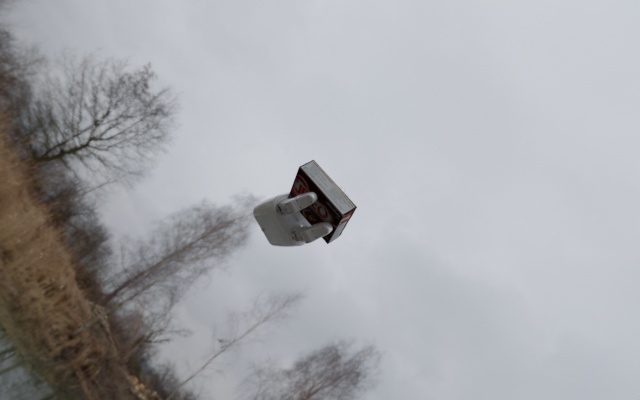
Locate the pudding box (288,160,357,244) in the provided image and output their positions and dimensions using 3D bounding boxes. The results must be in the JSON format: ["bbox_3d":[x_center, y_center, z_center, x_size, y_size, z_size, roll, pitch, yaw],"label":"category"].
[{"bbox_3d":[0.000,0.003,0.787,0.039,0.113,0.090,-33,-19,-32],"label":"pudding box"}]
